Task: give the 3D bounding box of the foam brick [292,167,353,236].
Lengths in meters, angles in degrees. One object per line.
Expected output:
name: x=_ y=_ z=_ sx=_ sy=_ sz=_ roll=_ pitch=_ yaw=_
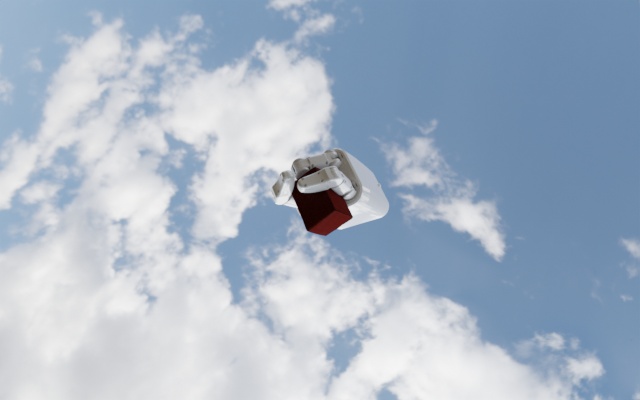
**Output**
foam brick: x=0.000 y=0.002 z=0.667 sx=0.053 sy=0.078 sz=0.051 roll=-35 pitch=-30 yaw=20
